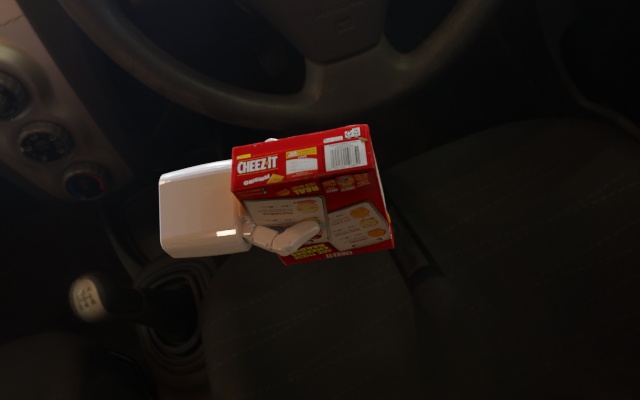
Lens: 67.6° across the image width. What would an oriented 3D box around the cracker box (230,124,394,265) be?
[{"bbox_3d":[0.000,0.002,0.617,0.164,0.072,0.214,-10,-31,10],"label":"cracker box"}]
